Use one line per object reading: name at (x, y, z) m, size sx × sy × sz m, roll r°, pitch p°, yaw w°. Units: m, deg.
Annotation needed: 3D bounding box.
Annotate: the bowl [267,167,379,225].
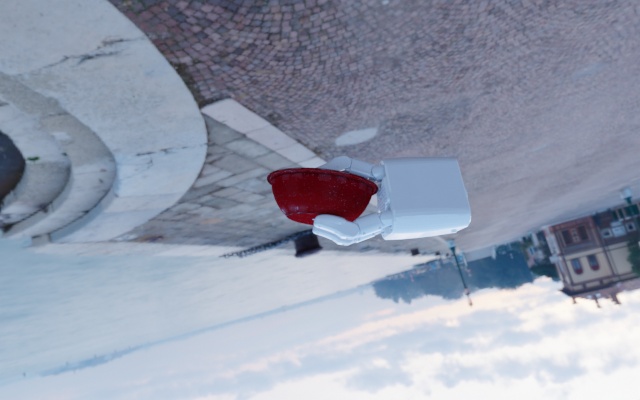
bowl at (-0.001, 0.003, 0.683) m, size 0.162 × 0.055 × 0.162 m, roll 6°, pitch -13°, yaw 1°
